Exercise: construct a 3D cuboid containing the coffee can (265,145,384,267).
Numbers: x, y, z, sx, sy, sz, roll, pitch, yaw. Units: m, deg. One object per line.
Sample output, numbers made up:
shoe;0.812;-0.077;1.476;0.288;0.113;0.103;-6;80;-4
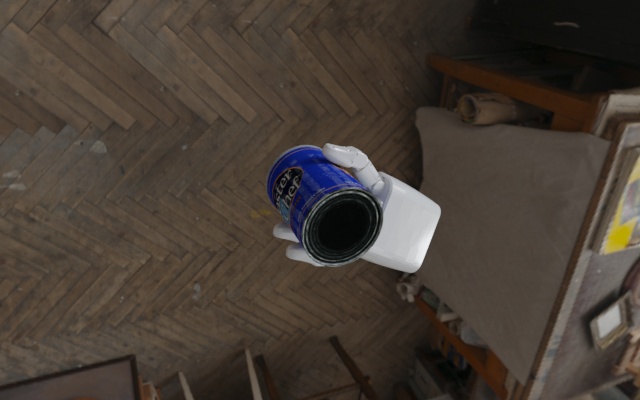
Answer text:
coffee can;0.000;0.002;0.597;0.103;0.103;0.140;0;25;-25
